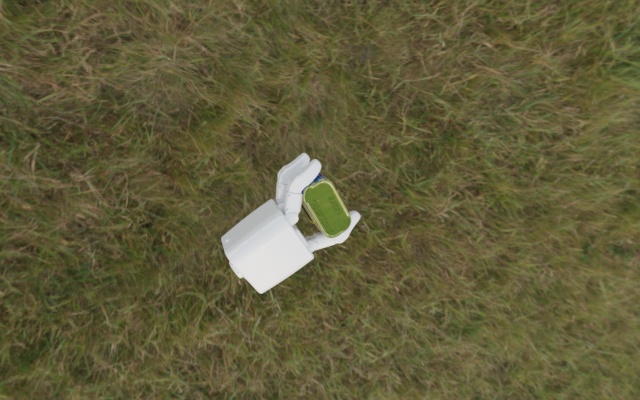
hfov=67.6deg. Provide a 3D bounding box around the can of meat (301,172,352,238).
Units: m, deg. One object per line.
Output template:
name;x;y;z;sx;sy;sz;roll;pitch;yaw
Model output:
can of meat;0.000;0.003;0.763;0.057;0.102;0.084;-33;23;-5
